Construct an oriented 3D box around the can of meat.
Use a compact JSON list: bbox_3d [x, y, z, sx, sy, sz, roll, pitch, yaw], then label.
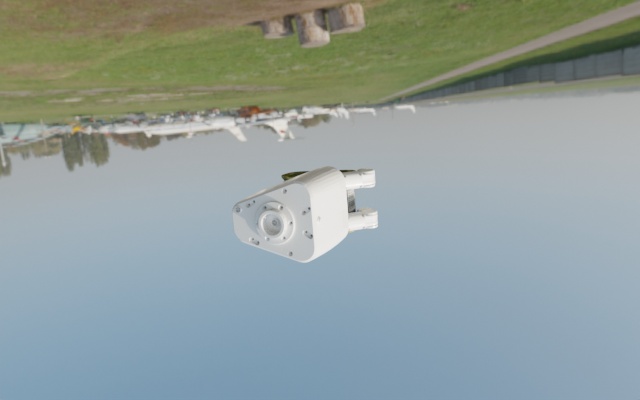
[{"bbox_3d":[0.000,0.003,0.672,0.102,0.084,0.057,-1,10,19],"label":"can of meat"}]
